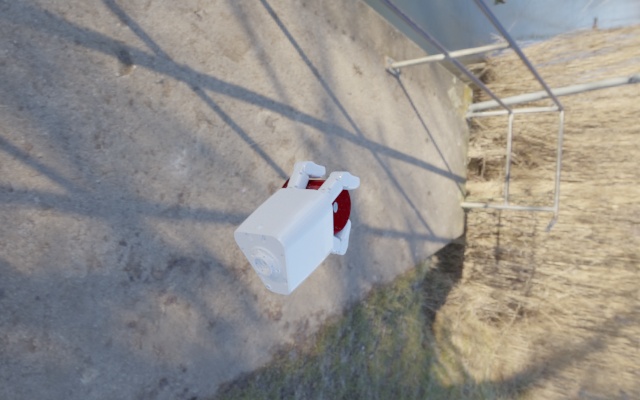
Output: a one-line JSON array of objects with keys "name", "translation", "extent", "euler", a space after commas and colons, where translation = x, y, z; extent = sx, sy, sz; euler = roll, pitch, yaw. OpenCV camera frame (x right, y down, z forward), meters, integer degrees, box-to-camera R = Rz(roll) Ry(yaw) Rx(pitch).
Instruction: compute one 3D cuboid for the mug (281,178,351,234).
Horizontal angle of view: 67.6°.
[{"name": "mug", "translation": [0.001, 0.002, 0.750], "extent": [0.081, 0.093, 0.117], "euler": [4, 34, 37]}]
